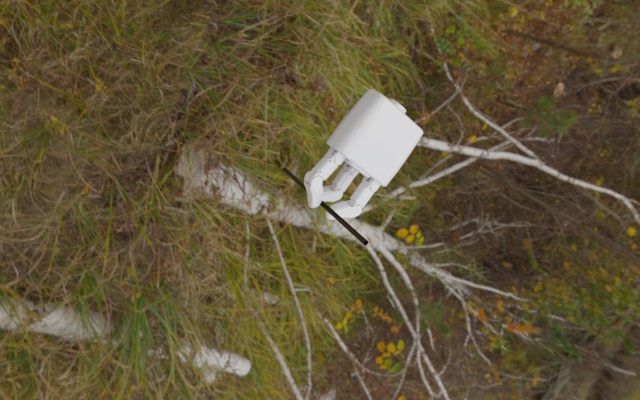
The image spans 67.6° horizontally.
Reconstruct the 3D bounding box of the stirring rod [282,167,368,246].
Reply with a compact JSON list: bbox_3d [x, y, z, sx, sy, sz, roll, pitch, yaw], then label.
[{"bbox_3d":[0.000,0.002,0.745,0.011,0.011,0.239,0,28,-37],"label":"stirring rod"}]
